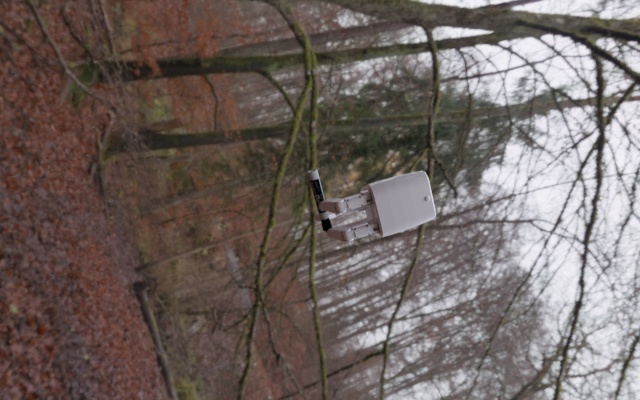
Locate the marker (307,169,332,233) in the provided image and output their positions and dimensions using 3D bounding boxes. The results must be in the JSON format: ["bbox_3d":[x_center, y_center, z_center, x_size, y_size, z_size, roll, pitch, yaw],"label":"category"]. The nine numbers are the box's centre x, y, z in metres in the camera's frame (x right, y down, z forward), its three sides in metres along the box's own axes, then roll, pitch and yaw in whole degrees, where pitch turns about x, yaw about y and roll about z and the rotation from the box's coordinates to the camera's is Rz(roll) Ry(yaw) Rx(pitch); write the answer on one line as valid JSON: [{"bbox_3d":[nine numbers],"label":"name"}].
[{"bbox_3d":[0.000,0.003,0.876,0.020,0.121,0.020,-14,15,4],"label":"marker"}]
